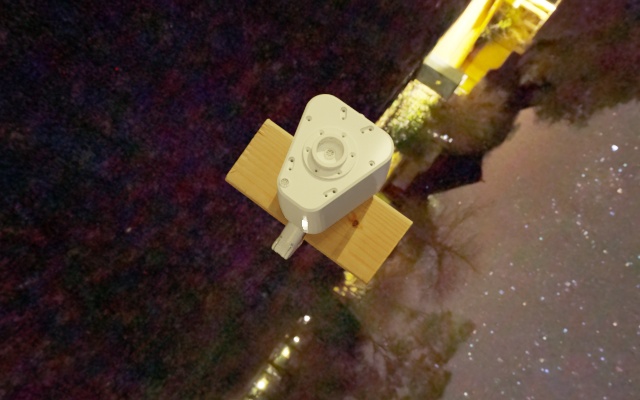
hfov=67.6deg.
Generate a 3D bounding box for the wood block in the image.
[{"bbox_3d":[0.000,0.002,0.586,0.206,0.091,0.090,36,2,8],"label":"wood block"}]
